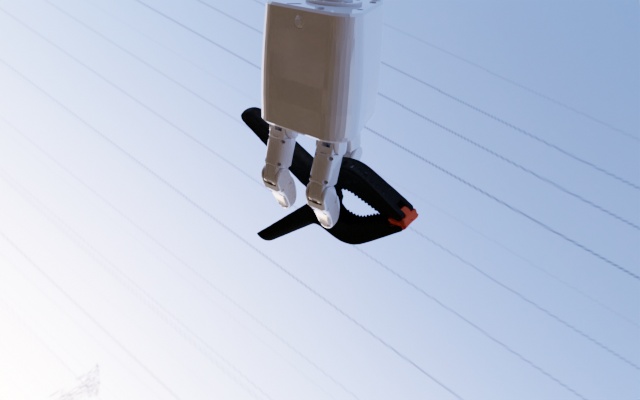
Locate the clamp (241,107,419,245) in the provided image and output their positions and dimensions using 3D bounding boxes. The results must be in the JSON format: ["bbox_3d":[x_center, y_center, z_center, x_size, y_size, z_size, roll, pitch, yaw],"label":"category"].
[{"bbox_3d":[0.001,0.001,0.509,0.210,0.165,0.036,22,38,28],"label":"clamp"}]
